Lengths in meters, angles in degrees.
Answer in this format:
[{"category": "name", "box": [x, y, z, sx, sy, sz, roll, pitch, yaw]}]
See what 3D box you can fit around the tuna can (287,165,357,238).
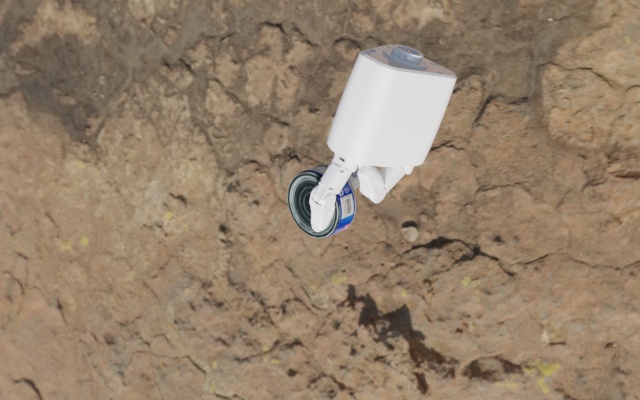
[{"category": "tuna can", "box": [0.000, 0.002, 0.578, 0.086, 0.086, 0.033, 0, 15, 43]}]
